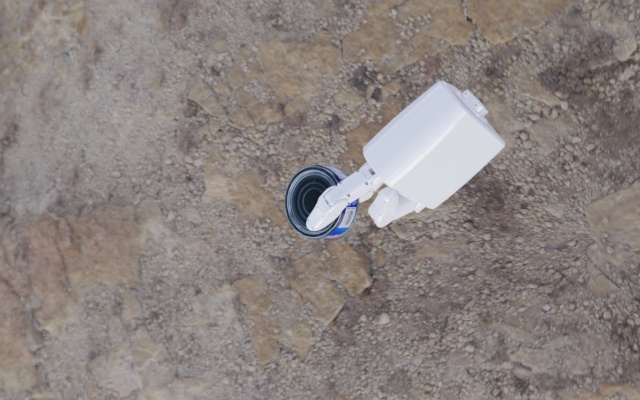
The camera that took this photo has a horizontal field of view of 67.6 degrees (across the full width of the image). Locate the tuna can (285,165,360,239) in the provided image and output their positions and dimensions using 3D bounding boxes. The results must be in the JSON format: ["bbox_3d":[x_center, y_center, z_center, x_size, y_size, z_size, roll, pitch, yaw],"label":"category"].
[{"bbox_3d":[0.000,0.002,0.554,0.086,0.086,0.034,0,0,35],"label":"tuna can"}]
